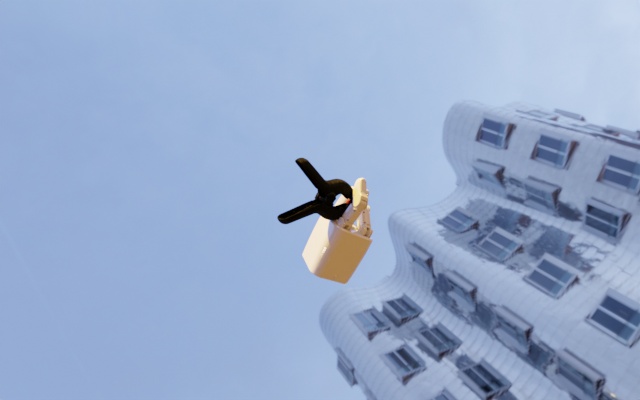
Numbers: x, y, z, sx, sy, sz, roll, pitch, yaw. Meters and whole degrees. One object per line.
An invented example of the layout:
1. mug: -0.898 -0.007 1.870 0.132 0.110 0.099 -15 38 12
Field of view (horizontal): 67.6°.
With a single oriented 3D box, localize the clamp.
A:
1. clamp: 0.000 0.003 0.871 0.171 0.120 0.039 22 11 -36
